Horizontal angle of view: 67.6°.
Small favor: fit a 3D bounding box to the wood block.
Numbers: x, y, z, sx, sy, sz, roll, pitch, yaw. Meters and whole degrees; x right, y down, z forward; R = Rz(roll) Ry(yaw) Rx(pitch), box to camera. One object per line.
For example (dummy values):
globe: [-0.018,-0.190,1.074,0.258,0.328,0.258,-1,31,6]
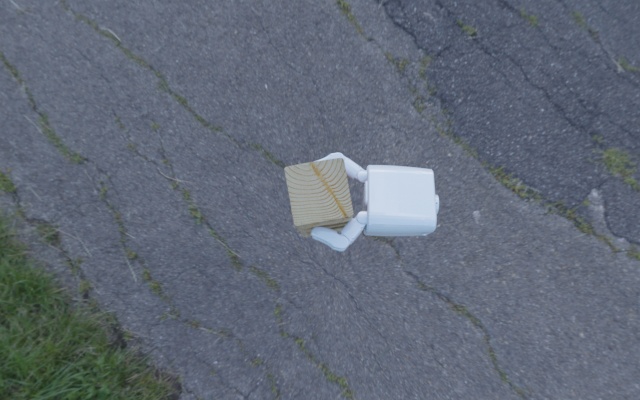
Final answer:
wood block: [0.000,0.002,0.789,0.090,0.091,0.206,-10,-9,0]
